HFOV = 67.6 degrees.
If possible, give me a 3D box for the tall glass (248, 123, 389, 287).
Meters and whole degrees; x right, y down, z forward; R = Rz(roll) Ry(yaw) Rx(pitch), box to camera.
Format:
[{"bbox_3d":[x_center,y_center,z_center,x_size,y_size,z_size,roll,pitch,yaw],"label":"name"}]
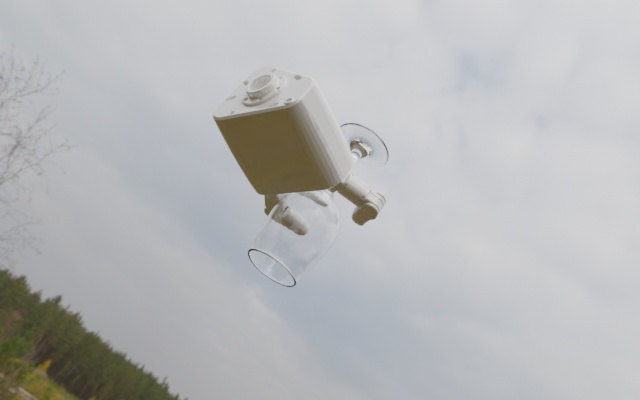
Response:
[{"bbox_3d":[0.001,0.001,0.550,0.079,0.201,0.079,27,-30,17],"label":"tall glass"}]
